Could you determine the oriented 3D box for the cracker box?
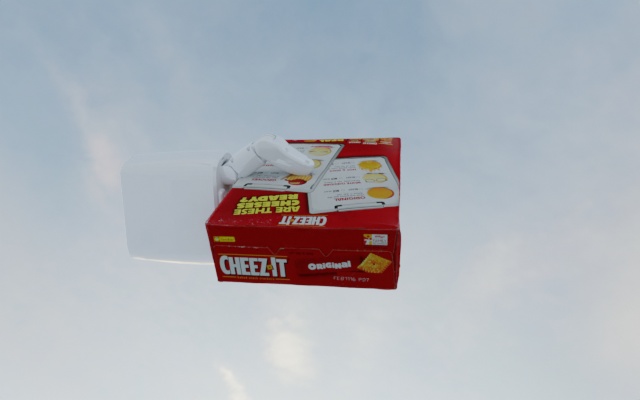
[{"bbox_3d":[0.000,0.001,0.492,0.164,0.072,0.213,1,27,9],"label":"cracker box"}]
